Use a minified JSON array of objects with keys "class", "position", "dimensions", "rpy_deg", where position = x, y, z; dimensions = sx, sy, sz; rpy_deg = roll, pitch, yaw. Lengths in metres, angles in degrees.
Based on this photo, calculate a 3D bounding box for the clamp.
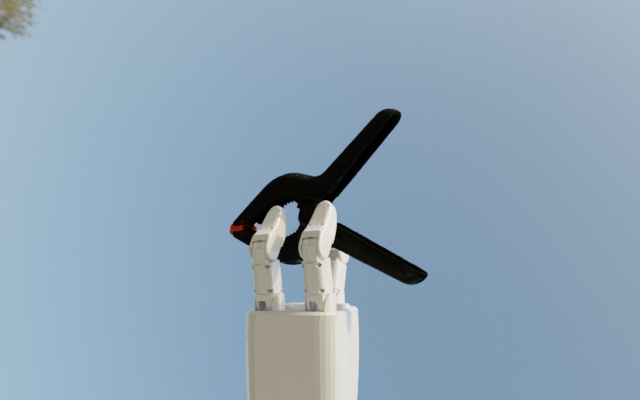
[{"class":"clamp","position":[0.000,0.002,0.477],"dimensions":[0.210,0.164,0.036],"rpy_deg":[-6,-12,29]}]
